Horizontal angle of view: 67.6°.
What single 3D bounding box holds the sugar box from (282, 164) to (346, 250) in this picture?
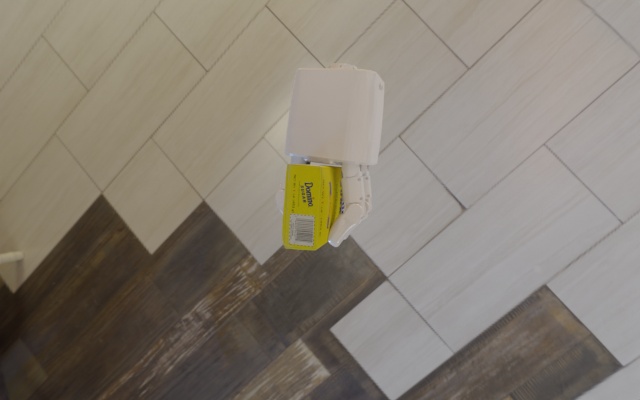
[{"bbox_3d":[0.001,0.002,0.594,0.048,0.093,0.176,6,6,15],"label":"sugar box"}]
